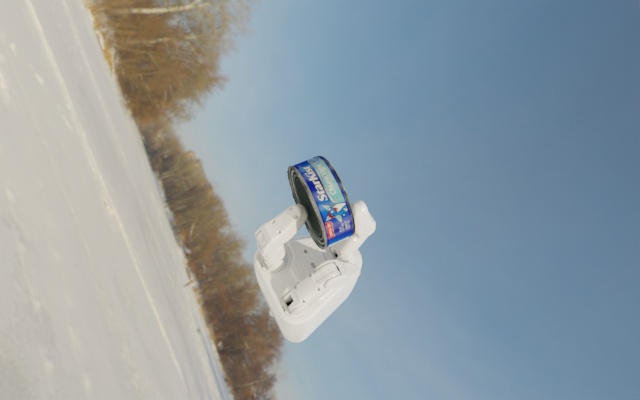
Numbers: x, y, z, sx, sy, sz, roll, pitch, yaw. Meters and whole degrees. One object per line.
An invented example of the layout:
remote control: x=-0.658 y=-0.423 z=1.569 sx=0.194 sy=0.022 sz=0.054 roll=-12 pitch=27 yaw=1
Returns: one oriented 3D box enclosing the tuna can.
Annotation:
tuna can: x=0.001 y=0.001 z=0.457 sx=0.034 sy=0.086 sz=0.086 roll=-22 pitch=5 yaw=-12
